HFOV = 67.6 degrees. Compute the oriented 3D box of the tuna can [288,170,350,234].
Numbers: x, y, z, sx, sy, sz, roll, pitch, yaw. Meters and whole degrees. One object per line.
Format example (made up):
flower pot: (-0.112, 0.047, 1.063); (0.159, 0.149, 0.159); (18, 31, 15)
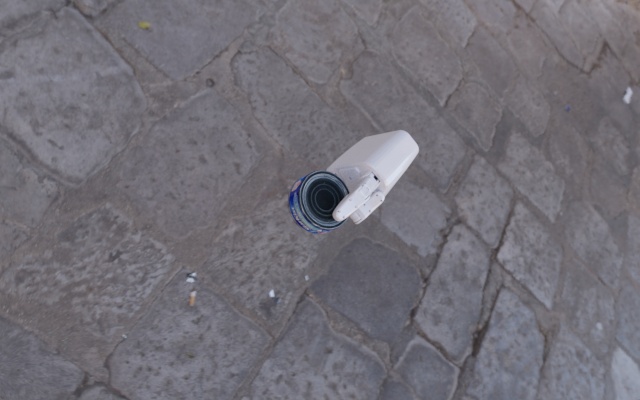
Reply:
tuna can: (0.000, 0.002, 0.662); (0.086, 0.086, 0.034); (0, -12, -30)
